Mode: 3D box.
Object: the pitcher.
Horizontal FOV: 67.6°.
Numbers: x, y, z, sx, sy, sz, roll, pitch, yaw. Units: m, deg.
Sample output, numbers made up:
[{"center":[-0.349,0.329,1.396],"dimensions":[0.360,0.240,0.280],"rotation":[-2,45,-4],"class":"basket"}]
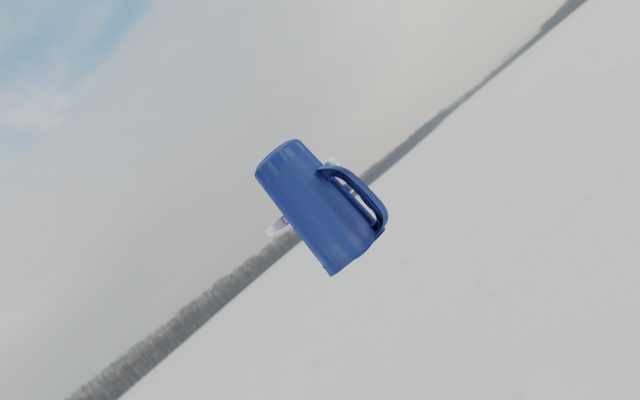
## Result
[{"center":[0.000,0.003,0.867],"dimensions":[0.149,0.243,0.145],"rotation":[-40,-3,-5],"class":"pitcher"}]
